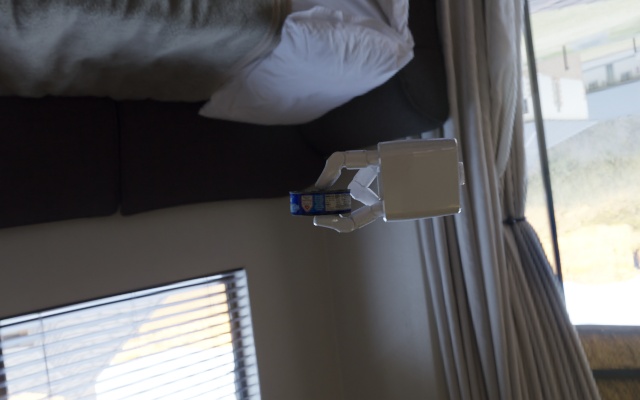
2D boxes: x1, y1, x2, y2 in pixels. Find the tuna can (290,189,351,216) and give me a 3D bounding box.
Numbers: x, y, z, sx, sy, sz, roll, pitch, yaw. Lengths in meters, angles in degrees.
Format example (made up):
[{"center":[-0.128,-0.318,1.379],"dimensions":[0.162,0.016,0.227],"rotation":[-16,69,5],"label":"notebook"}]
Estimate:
[{"center":[0.000,0.003,0.667],"dimensions":[0.086,0.034,0.086],"rotation":[-2,2,0],"label":"tuna can"}]
